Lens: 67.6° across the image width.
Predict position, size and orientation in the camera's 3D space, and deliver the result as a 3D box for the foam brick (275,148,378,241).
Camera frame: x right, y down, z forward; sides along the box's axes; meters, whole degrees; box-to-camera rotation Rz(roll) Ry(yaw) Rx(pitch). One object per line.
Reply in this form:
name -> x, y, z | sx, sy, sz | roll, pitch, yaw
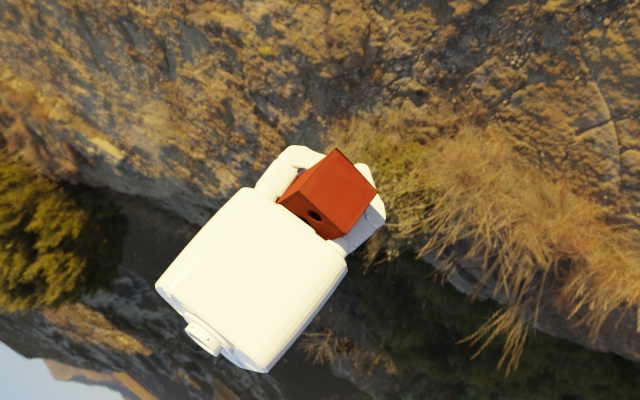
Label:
foam brick -> 0.000, 0.001, 0.405 | 0.051, 0.053, 0.078 | -50, 9, -28
